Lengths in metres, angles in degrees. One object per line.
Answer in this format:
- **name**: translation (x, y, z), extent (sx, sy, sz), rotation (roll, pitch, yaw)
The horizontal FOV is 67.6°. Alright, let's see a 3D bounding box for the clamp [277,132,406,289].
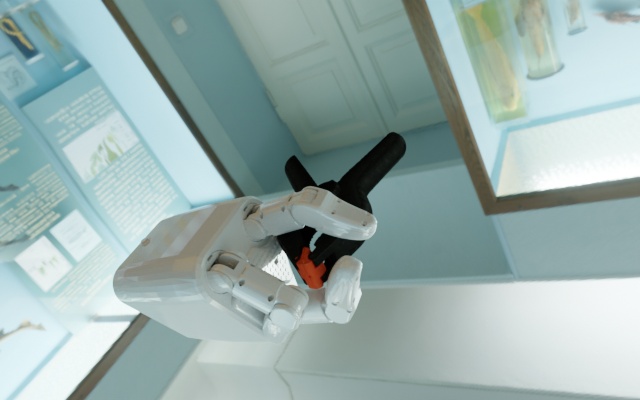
- **clamp**: translation (0.000, 0.002, 0.409), extent (0.120, 0.039, 0.171), rotation (-11, 33, 33)
